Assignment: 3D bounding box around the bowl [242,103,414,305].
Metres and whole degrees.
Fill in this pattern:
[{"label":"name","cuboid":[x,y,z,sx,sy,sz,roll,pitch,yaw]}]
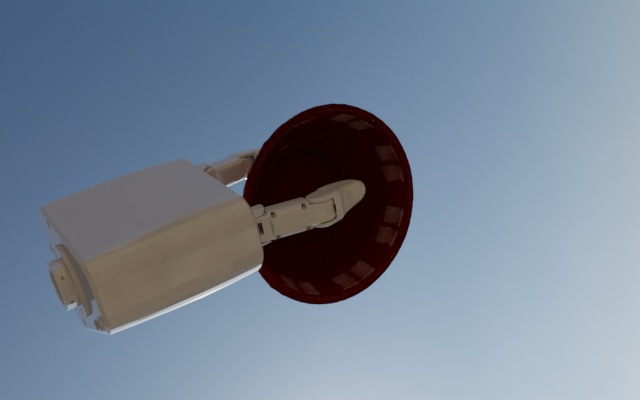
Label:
[{"label":"bowl","cuboid":[0.001,0.001,0.402,0.162,0.162,0.055,0,9,-31]}]
